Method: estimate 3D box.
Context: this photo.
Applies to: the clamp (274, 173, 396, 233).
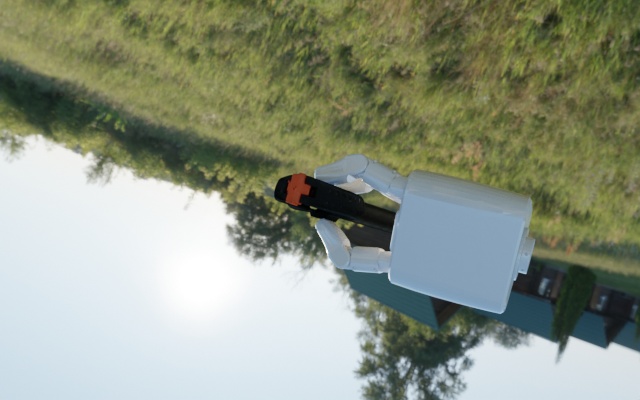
[{"bbox_3d":[0.000,0.002,0.522,0.164,0.036,0.210,12,-4,26],"label":"clamp"}]
